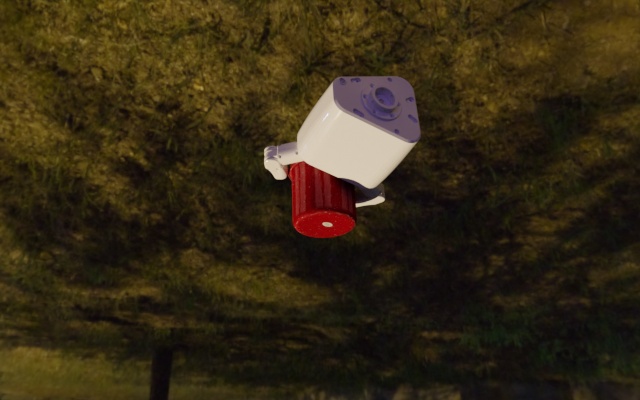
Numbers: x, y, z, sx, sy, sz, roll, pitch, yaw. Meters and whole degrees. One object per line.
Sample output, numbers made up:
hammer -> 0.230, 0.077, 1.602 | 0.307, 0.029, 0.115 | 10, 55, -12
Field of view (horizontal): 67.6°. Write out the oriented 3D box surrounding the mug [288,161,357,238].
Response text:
mug -> 0.000, 0.003, 0.631 | 0.093, 0.081, 0.117 | 8, -29, -19
